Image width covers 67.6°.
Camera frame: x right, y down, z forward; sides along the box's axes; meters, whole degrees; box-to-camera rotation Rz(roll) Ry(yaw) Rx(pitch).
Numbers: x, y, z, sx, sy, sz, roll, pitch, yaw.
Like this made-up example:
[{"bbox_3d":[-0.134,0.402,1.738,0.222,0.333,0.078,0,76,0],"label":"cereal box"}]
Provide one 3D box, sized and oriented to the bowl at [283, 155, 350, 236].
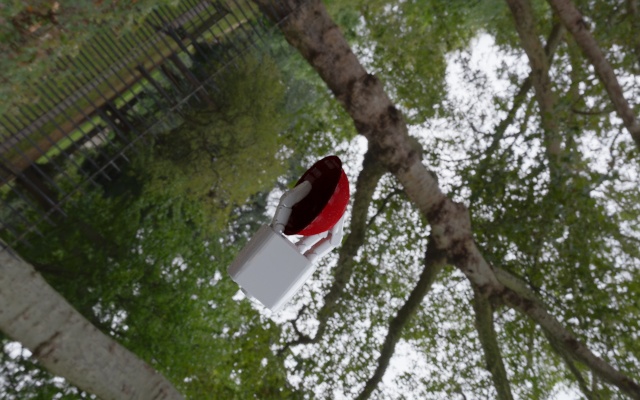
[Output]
[{"bbox_3d":[0.001,0.002,0.822,0.055,0.162,0.162,34,-16,-24],"label":"bowl"}]
